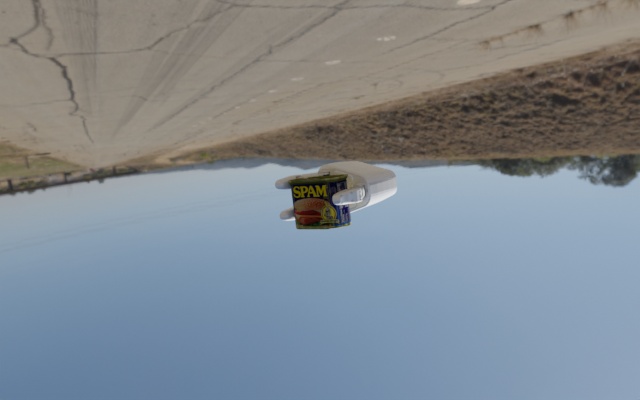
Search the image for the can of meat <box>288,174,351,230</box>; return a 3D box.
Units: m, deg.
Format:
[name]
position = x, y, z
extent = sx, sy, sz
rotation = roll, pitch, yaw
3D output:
[can of meat]
position = 0.000, 0.003, 0.799
extent = 0.102, 0.084, 0.057
rotation = -2, 9, 35
